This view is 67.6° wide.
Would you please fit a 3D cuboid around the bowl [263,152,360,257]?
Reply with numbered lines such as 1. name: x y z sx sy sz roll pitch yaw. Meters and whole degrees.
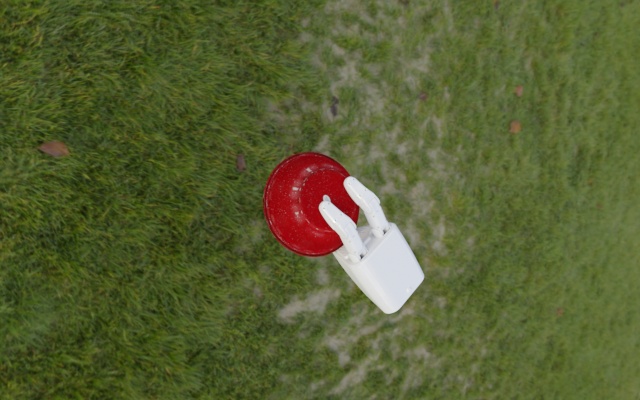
1. bowl: -0.001 0.001 0.704 0.162 0.162 0.055 0 -7 -26
